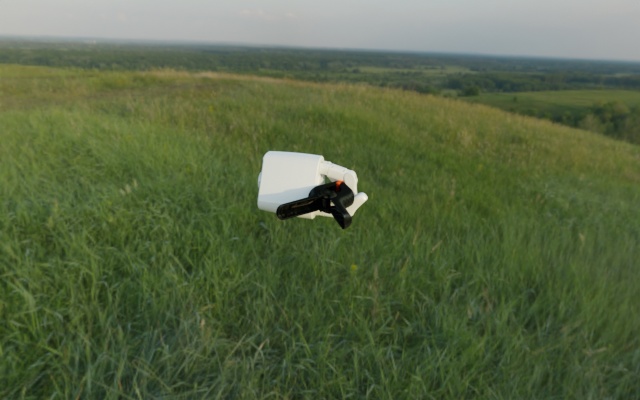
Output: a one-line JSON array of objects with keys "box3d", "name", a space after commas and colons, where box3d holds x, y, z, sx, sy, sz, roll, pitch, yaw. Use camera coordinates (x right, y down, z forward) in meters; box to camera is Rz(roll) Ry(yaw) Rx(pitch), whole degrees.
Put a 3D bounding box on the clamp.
[{"box3d": [0.000, 0.002, 0.795, 0.120, 0.039, 0.171, 10, 19, 7], "name": "clamp"}]
